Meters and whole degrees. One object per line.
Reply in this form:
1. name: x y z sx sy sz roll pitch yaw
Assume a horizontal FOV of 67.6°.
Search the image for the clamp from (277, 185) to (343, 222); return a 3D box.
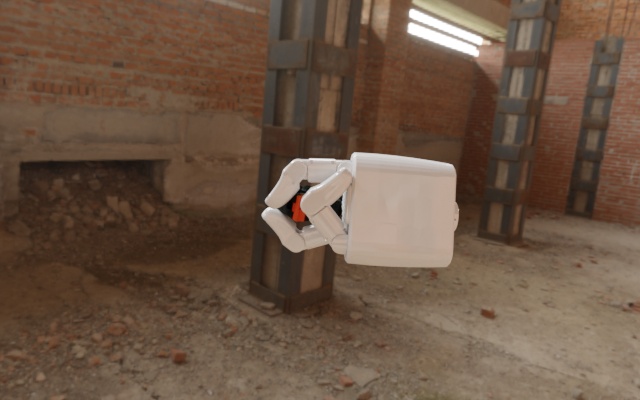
1. clamp: 0.000 0.001 0.581 0.120 0.039 0.171 4 10 -1
